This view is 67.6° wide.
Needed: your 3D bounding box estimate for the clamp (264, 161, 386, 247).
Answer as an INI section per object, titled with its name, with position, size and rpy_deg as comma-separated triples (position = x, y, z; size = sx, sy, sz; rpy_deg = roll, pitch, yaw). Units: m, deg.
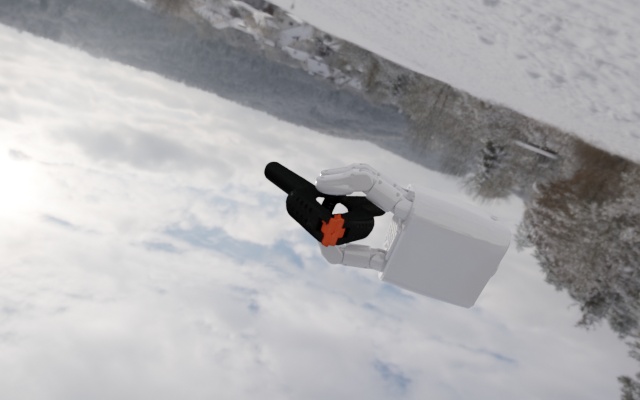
[clamp]
position = 0.000, 0.003, 0.527
size = 0.164, 0.036, 0.210
rpy_deg = 19, 13, 2
